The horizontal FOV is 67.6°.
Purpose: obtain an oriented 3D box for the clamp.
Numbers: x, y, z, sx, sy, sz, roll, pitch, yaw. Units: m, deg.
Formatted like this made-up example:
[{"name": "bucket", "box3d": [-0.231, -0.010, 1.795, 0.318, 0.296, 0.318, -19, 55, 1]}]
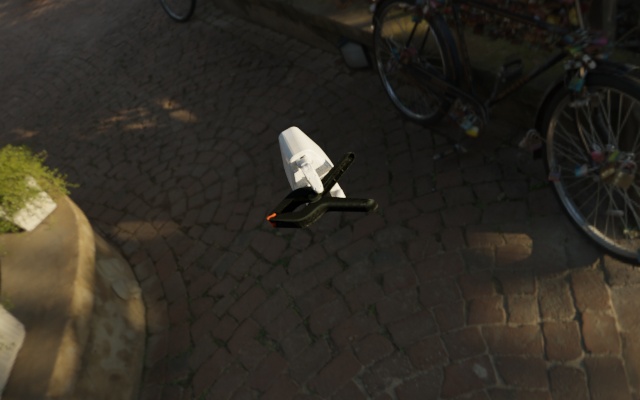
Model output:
[{"name": "clamp", "box3d": [-0.001, 0.003, 0.898, 0.210, 0.036, 0.164, -30, 41, 1]}]
